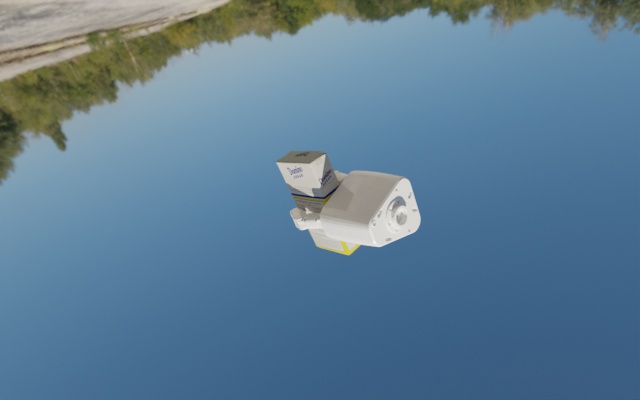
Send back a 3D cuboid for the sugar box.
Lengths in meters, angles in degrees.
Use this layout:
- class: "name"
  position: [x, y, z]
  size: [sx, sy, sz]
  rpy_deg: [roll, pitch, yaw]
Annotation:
- class: "sugar box"
  position: [0.001, 0.002, 0.793]
  size: [0.048, 0.176, 0.093]
  rpy_deg: [-36, 27, -31]
